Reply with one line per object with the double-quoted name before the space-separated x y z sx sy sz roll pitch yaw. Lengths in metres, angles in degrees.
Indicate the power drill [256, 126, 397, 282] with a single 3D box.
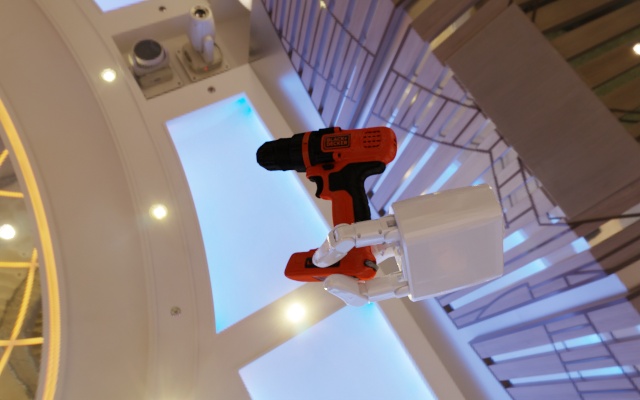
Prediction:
"power drill" 0.000 0.002 0.576 0.184 0.187 0.057 -4 -17 22
